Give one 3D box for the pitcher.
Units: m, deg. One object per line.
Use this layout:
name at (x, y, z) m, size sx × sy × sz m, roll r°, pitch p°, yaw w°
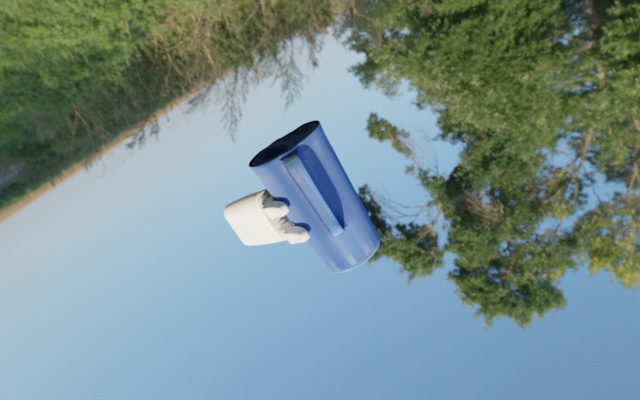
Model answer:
pitcher at (0.000, 0.003, 0.788) m, size 0.145 × 0.243 × 0.149 m, roll -15°, pitch 26°, yaw 43°
